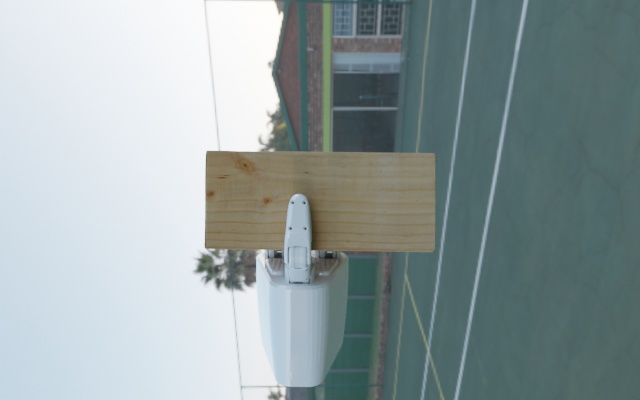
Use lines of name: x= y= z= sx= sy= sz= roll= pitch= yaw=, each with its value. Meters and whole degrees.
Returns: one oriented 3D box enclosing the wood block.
wood block: x=0.000 y=0.002 z=0.467 sx=0.206 sy=0.090 sz=0.091 roll=1 pitch=-1 yaw=0
